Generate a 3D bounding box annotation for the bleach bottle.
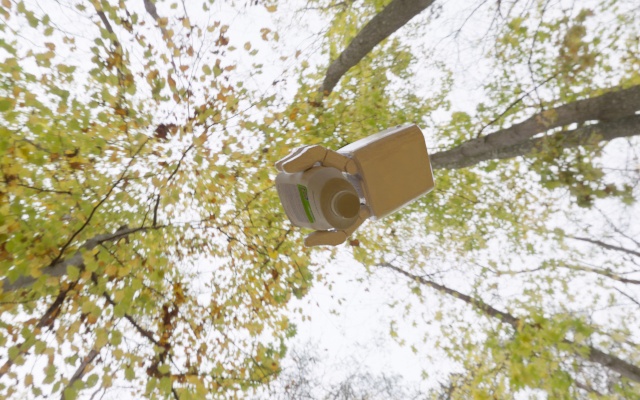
[{"bbox_3d":[0.000,0.002,0.653,0.068,0.102,0.251,-25,12,-13],"label":"bleach bottle"}]
